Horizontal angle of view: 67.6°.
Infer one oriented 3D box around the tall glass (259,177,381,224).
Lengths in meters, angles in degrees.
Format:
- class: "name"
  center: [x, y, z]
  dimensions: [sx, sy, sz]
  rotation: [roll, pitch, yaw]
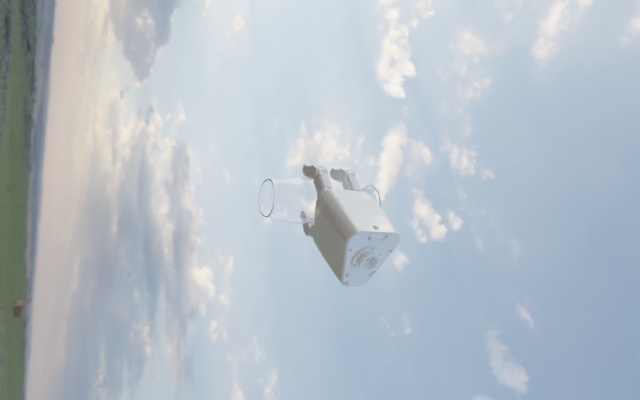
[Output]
- class: "tall glass"
  center: [0.001, 0.003, 0.807]
  dimensions: [0.201, 0.079, 0.079]
  rotation: [5, -2, -29]
